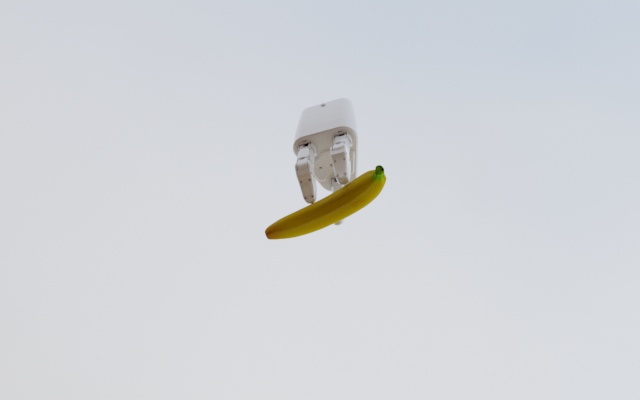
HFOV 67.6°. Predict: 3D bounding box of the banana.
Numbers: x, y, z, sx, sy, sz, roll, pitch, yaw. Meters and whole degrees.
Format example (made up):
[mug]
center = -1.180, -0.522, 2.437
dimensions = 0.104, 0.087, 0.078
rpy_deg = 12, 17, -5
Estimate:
[banana]
center = 0.014, 0.005, 0.631
dimensions = 0.198, 0.037, 0.070
rpy_deg = -32, -31, 28
